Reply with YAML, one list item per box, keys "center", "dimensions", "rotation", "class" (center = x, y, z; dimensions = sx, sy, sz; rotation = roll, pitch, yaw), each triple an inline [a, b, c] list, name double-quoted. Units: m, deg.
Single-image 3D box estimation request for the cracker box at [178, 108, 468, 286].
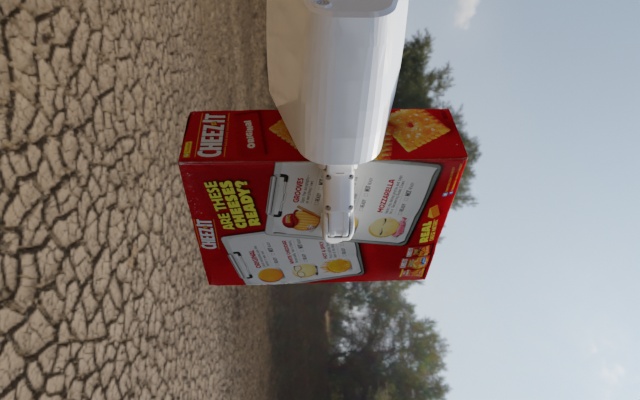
- center: [0.000, 0.002, 0.424]
  dimensions: [0.214, 0.072, 0.164]
  rotation: [-1, -43, -3]
  class: "cracker box"
